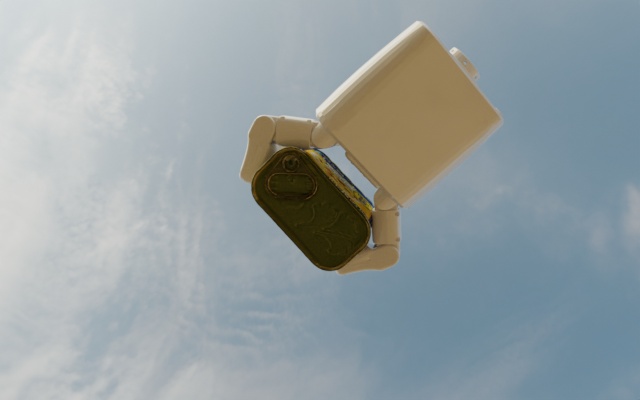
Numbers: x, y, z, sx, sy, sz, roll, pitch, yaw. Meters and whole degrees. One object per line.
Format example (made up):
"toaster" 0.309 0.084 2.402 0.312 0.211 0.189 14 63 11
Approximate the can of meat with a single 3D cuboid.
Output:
"can of meat" 0.000 0.001 0.411 0.057 0.102 0.084 -44 -2 15
